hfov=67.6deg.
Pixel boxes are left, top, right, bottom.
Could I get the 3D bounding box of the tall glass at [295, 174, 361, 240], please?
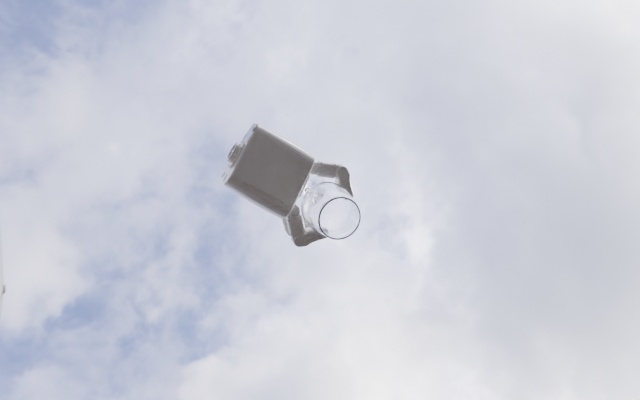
[{"bbox_3d":[0.000,0.002,0.751,0.079,0.079,0.201,0,13,-16],"label":"tall glass"}]
